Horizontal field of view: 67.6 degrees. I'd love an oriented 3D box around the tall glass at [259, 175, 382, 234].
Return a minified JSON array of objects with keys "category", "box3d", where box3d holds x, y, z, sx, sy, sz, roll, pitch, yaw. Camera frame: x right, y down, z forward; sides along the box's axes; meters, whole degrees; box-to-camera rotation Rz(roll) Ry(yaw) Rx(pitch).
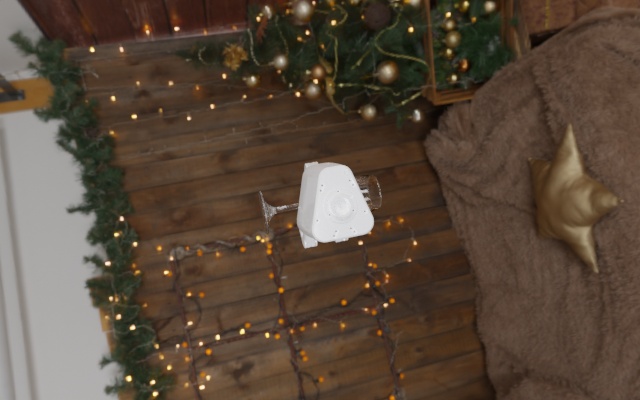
[{"category":"tall glass","box3d":[-0.001,0.003,0.817,0.201,0.079,0.079,-11,2,-12]}]
